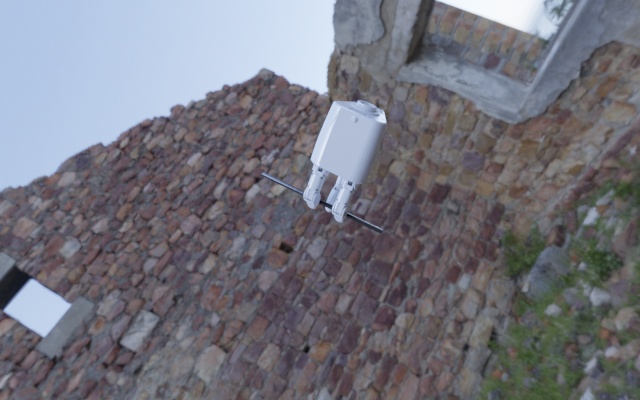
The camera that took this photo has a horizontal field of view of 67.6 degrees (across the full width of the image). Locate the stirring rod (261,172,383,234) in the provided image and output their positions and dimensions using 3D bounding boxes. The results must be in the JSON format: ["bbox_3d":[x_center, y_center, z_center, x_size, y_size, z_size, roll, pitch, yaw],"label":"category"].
[{"bbox_3d":[0.000,0.003,0.847,0.239,0.011,0.011,26,6,12],"label":"stirring rod"}]
